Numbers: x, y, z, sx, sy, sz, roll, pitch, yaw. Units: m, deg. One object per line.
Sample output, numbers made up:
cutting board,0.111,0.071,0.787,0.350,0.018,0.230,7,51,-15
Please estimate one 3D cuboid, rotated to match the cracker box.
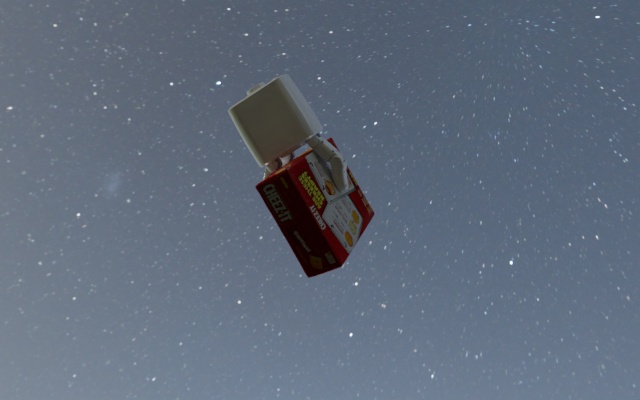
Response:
cracker box,0.000,0.002,0.781,0.072,0.164,0.213,-26,9,26
